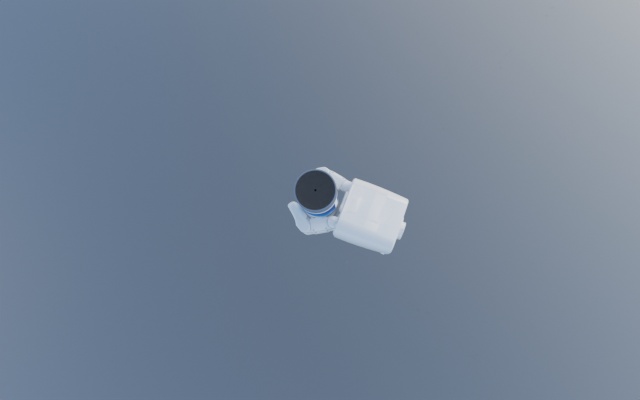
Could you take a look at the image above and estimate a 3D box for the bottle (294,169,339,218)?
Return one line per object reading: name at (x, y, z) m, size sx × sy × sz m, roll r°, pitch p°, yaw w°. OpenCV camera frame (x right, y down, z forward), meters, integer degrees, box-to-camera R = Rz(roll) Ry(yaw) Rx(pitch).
bottle at (0.000, 0.003, 0.876) m, size 0.069 × 0.069 × 0.296 m, roll 0°, pitch -7°, yaw 3°
